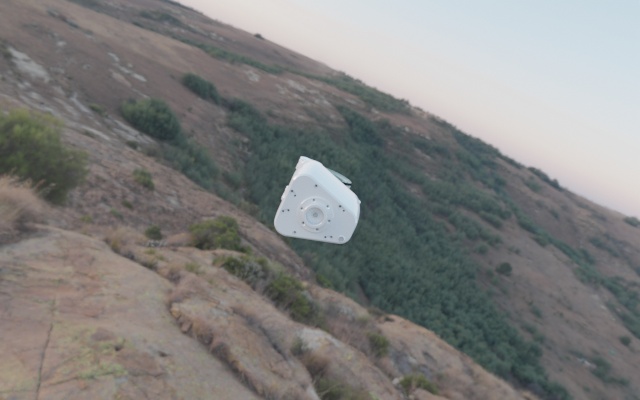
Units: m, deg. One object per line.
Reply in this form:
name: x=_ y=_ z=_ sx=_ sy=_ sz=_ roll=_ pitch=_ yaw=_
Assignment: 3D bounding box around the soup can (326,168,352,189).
soup can: x=0.000 y=0.002 z=0.784 sx=0.068 sy=0.102 sz=0.068 roll=24 pitch=13 yaw=-6
